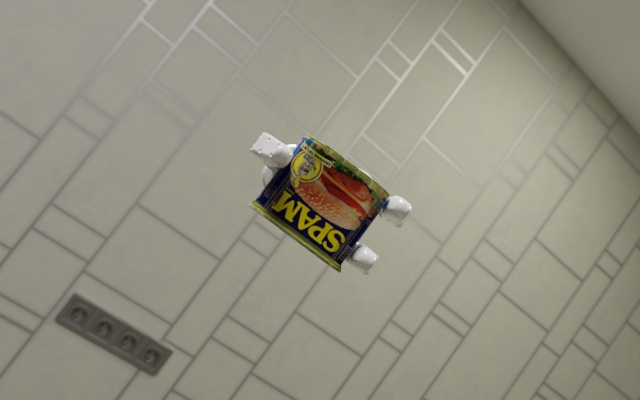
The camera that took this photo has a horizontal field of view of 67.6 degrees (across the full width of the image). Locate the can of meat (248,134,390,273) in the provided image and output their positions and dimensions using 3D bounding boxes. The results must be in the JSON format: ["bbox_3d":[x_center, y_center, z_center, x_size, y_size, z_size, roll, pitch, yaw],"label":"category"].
[{"bbox_3d":[0.000,0.001,0.436,0.102,0.084,0.057,37,-5,-5],"label":"can of meat"}]
